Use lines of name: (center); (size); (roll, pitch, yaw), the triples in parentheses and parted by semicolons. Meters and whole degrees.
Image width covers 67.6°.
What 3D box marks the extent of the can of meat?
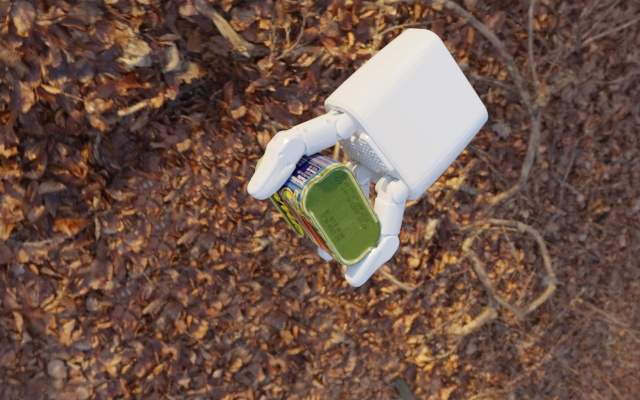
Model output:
can of meat: (0.000, 0.001, 0.426); (0.057, 0.102, 0.084); (-42, 36, -13)
